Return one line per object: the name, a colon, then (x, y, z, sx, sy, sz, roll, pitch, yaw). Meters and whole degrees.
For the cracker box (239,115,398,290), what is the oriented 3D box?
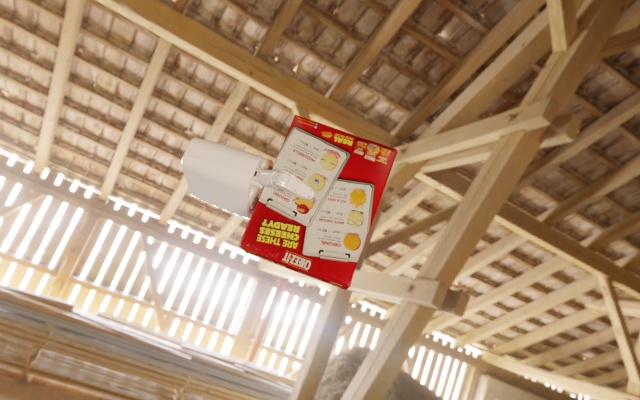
cracker box: (0.000, 0.002, 0.701, 0.164, 0.213, 0.072, 20, -14, 6)
